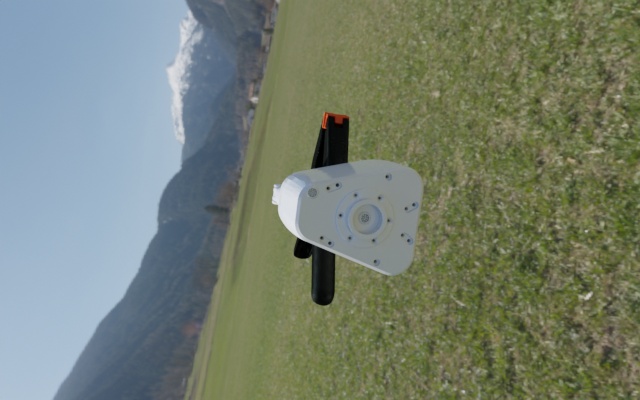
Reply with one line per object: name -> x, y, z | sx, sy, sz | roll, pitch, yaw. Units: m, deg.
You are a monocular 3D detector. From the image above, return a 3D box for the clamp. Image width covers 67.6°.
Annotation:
clamp -> -0.001, 0.001, 0.577 | 0.036, 0.210, 0.164 | 6, 4, -14
